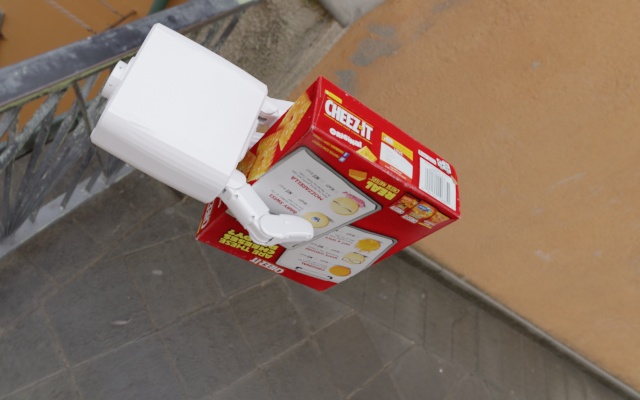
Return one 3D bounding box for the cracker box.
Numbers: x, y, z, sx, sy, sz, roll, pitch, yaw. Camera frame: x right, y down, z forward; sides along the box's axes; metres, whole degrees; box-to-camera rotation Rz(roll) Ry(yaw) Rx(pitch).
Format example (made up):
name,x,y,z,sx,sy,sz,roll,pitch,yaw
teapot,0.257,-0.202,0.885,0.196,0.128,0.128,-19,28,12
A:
name,x,y,z,sx,sy,sz,roll,pitch,yaw
cracker box,0.000,0.002,0.470,0.164,0.072,0.214,28,-41,-24
